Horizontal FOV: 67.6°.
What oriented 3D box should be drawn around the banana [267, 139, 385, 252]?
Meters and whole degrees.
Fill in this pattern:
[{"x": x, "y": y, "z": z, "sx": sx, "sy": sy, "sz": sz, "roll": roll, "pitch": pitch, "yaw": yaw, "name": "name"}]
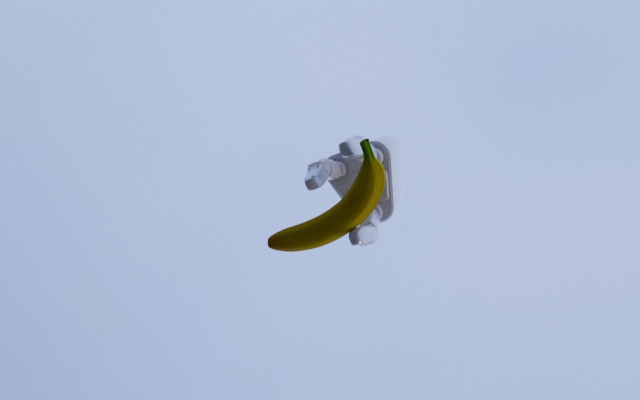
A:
[{"x": 0.016, "y": 0.013, "z": 0.582, "sx": 0.198, "sy": 0.069, "sz": 0.037, "roll": -46, "pitch": 2, "yaw": 26, "name": "banana"}]
